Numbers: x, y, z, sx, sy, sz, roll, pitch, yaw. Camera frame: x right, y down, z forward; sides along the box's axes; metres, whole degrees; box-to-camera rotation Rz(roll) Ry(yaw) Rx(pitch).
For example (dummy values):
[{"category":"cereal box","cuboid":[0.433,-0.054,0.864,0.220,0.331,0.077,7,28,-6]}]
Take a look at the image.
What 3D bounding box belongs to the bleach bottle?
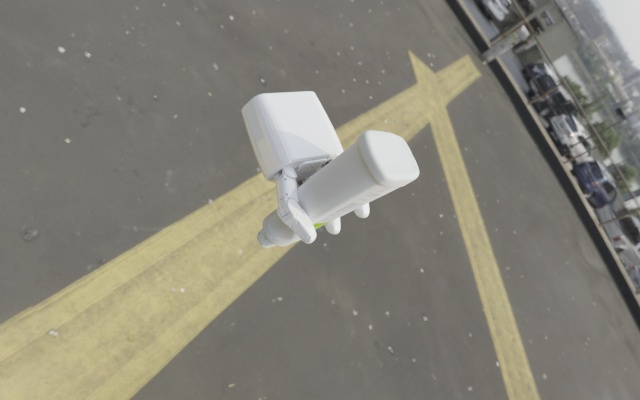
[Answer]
[{"category":"bleach bottle","cuboid":[0.000,0.002,0.623,0.251,0.068,0.102,-32,-16,34]}]
